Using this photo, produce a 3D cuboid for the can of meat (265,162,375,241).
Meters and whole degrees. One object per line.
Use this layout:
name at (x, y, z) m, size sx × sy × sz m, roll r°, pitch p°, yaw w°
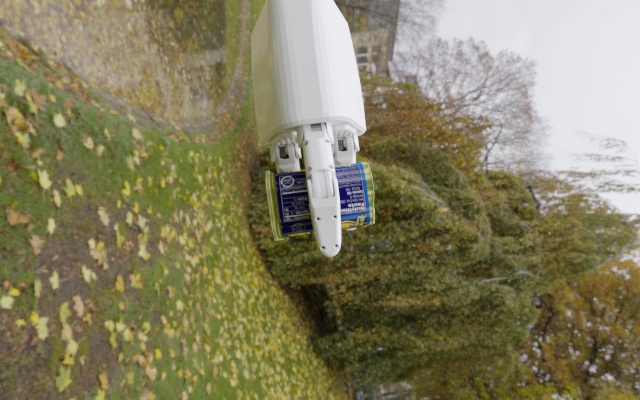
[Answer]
can of meat at (0.000, 0.001, 0.419) m, size 0.084 × 0.057 × 0.102 m, roll -8°, pitch -4°, yaw -1°
